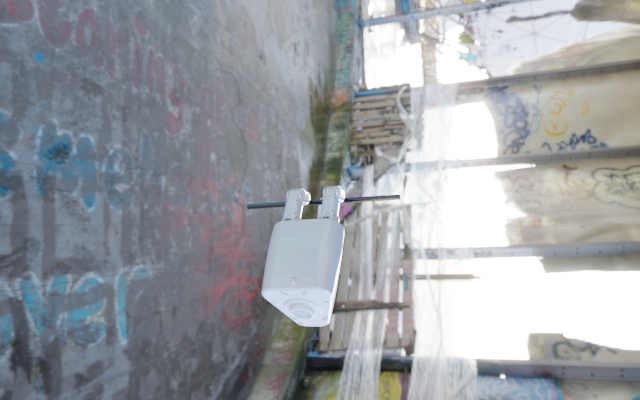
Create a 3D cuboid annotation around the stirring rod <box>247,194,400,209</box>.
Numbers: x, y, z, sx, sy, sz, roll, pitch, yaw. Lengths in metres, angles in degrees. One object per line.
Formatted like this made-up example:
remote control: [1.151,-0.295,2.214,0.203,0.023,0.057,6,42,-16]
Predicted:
stirring rod: [0.000,0.002,0.727,0.239,0.011,0.011,-4,-1,16]
